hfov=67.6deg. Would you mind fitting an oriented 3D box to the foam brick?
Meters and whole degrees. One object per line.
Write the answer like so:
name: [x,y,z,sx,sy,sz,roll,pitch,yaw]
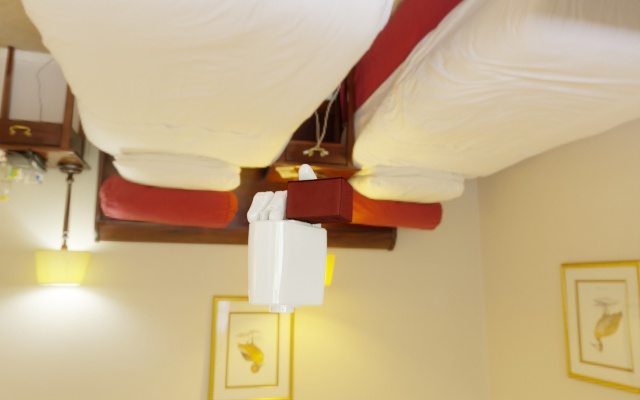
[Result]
foam brick: [0.000,0.002,0.634,0.078,0.051,0.053,-4,-15,21]
